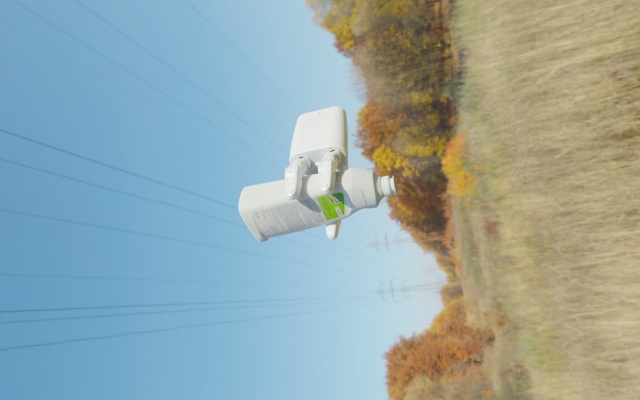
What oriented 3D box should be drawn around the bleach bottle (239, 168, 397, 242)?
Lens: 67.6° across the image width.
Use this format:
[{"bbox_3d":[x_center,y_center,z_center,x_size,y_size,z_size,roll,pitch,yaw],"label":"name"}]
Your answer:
[{"bbox_3d":[0.000,0.003,0.777,0.251,0.068,0.103,-10,-43,17],"label":"bleach bottle"}]
